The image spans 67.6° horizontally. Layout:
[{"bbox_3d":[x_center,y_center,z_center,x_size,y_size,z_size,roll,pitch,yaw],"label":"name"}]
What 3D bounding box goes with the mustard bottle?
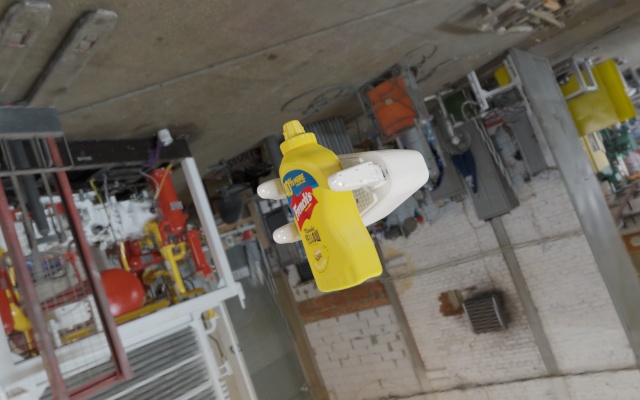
[{"bbox_3d":[0.000,0.002,0.530,0.058,0.191,0.096,-17,-6,-28],"label":"mustard bottle"}]
